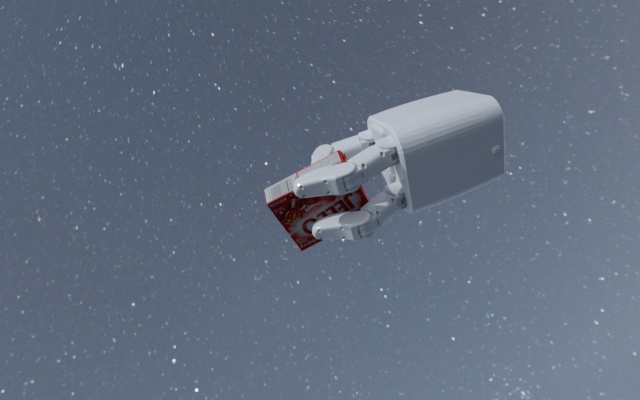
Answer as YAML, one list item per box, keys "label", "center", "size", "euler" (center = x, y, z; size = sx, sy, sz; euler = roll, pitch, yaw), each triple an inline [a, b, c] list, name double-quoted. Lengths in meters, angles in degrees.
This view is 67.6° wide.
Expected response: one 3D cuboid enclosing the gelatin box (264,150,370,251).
- label: "gelatin box"
  center: [0.000, 0.001, 0.480]
  size: [0.089, 0.073, 0.030]
  euler: [-27, 36, 8]
